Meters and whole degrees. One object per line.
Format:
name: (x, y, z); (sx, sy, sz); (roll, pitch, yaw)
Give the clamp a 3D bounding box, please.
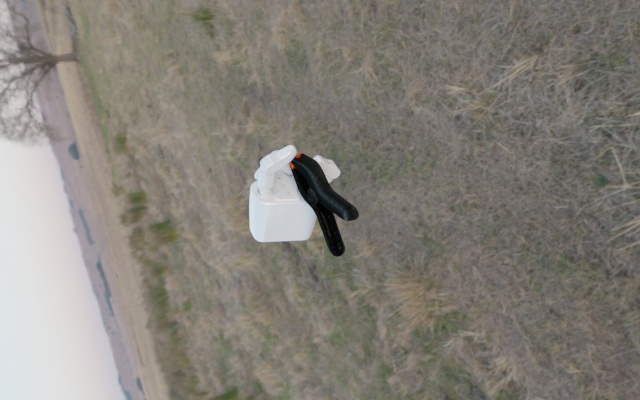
clamp: (0.000, 0.002, 0.732); (0.039, 0.120, 0.171); (-15, 51, -26)
